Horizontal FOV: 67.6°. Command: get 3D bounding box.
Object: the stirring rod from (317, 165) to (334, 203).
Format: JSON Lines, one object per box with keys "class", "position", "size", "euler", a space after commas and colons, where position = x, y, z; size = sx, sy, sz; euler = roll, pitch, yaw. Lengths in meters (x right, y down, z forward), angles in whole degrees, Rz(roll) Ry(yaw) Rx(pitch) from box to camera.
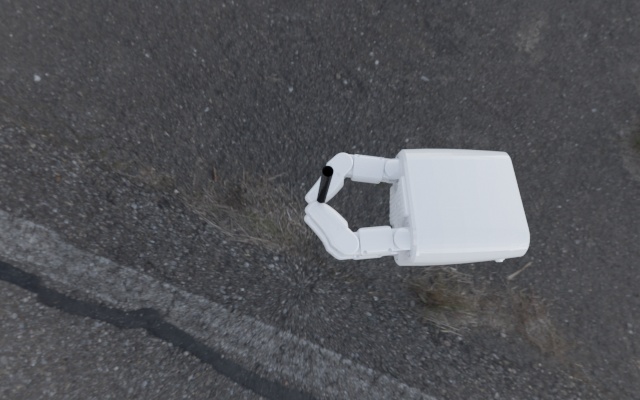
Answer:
{"class": "stirring rod", "position": [0.000, 0.001, 0.442], "size": [0.011, 0.011, 0.239], "euler": [0, -10, -2]}
